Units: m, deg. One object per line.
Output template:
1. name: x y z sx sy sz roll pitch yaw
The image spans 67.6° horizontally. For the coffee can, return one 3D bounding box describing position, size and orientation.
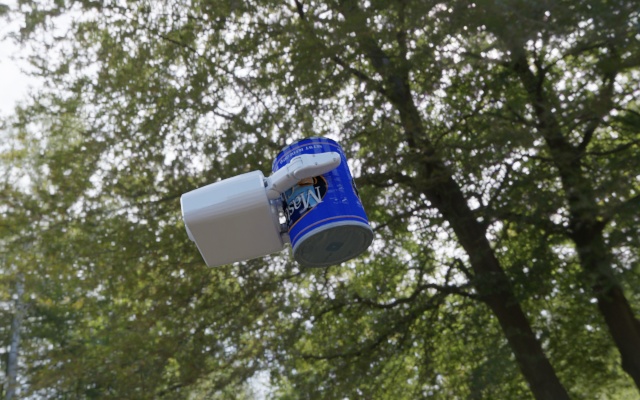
1. coffee can: 0.000 0.002 0.624 0.103 0.140 0.103 -12 -32 -8
